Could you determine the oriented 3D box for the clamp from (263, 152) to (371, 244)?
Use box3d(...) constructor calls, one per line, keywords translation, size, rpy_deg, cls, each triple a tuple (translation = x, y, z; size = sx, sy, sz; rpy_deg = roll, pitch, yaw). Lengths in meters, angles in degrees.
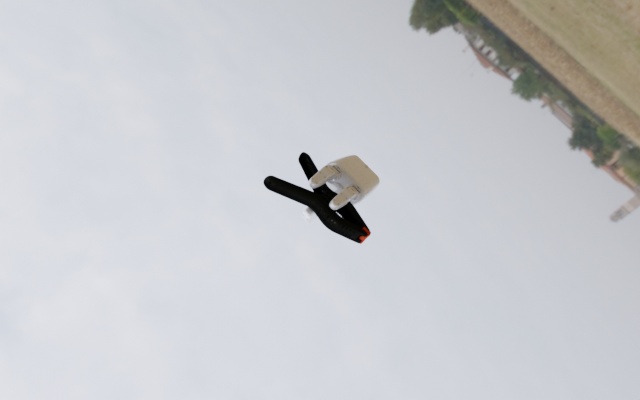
box3d(translation=(0.000, 0.004, 0.866), size=(0.036, 0.210, 0.164), rpy_deg=(-50, -9, 32), cls="clamp")
